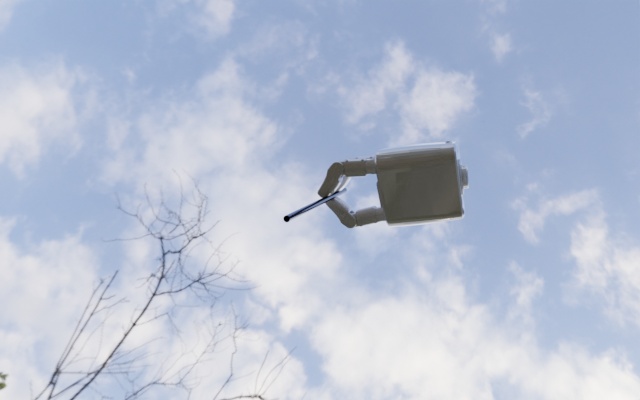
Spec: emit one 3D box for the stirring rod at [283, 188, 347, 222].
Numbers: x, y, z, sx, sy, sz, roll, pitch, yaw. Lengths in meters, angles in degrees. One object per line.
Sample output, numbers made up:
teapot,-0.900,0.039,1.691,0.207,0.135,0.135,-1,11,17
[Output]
stirring rod,0.000,0.002,0.650,0.011,0.011,0.239,0,9,19
